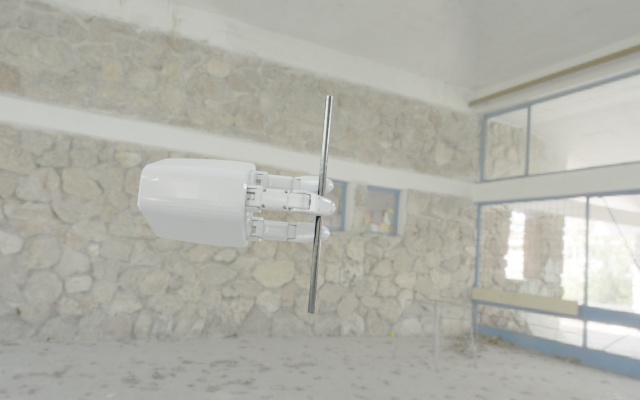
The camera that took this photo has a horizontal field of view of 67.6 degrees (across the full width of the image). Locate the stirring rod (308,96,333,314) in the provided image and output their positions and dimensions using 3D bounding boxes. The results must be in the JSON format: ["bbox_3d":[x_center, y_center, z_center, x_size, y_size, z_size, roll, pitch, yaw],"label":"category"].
[{"bbox_3d":[0.000,0.002,0.526,0.011,0.239,0.011,5,-7,1],"label":"stirring rod"}]
